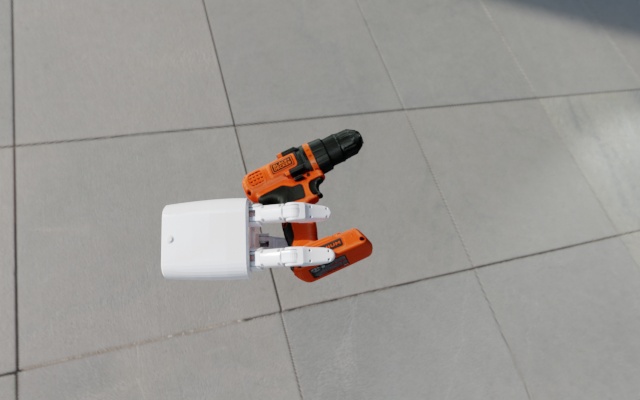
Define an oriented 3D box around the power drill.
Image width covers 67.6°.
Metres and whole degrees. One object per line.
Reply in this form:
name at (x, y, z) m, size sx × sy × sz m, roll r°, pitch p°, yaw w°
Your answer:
power drill at (0.000, 0.003, 0.650) m, size 0.184 × 0.187 × 0.057 m, roll -26°, pitch -31°, yaw 3°
